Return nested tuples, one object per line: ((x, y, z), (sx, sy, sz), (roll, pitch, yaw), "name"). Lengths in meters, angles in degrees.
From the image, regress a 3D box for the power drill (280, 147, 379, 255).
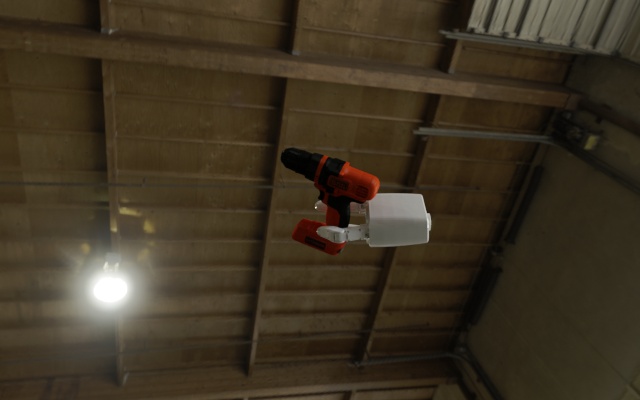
((0.000, 0.003, 0.887), (0.184, 0.188, 0.057), (22, 38, 9), "power drill")
